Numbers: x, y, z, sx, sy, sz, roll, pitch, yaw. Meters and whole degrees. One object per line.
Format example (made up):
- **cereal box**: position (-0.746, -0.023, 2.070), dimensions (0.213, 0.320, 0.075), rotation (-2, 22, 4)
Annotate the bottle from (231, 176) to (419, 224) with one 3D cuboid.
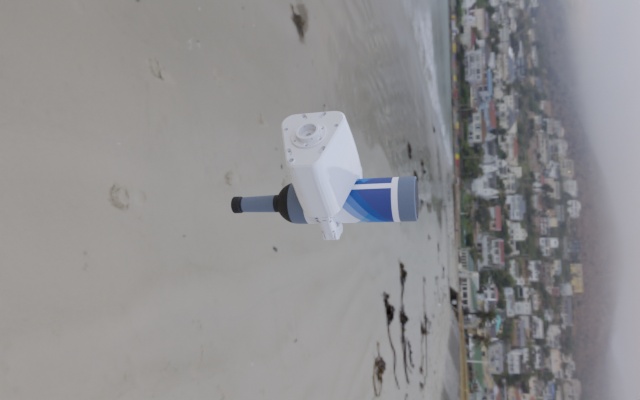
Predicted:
- **bottle**: position (0.000, 0.002, 0.741), dimensions (0.296, 0.069, 0.069), rotation (-2, -1, 16)
